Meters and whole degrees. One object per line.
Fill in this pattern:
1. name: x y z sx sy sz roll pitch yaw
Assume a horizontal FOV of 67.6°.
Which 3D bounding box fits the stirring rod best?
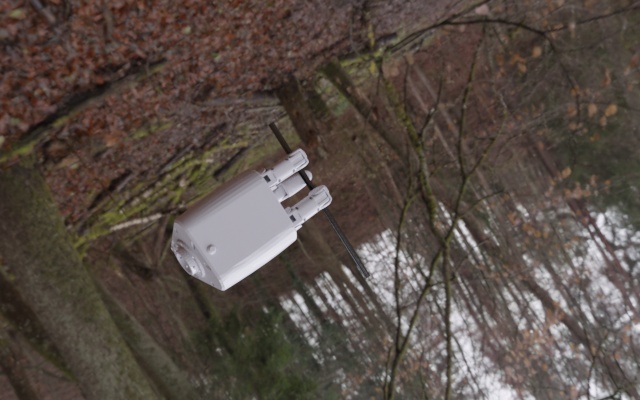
1. stirring rod: 0.000 0.002 0.627 0.011 0.239 0.011 -32 8 5
